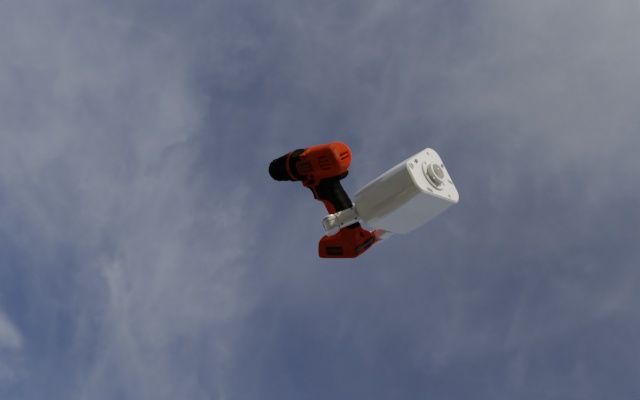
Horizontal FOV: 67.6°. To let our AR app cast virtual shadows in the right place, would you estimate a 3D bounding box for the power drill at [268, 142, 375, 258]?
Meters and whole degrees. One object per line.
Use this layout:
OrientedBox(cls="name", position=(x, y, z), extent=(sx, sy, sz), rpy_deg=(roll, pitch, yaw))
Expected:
OrientedBox(cls="power drill", position=(0.001, 0.003, 0.782), extent=(0.057, 0.188, 0.184), rpy_deg=(-33, 16, -36))
